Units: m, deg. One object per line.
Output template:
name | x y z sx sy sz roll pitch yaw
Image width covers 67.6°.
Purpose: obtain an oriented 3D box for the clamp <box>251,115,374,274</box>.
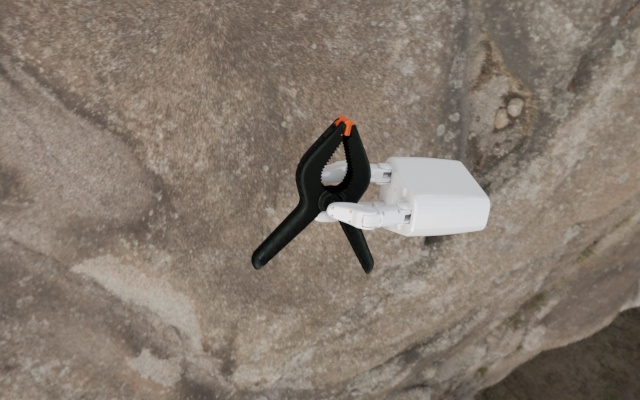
clamp | 0.001 0.002 0.584 0.164 0.210 0.036 -2 22 -18
